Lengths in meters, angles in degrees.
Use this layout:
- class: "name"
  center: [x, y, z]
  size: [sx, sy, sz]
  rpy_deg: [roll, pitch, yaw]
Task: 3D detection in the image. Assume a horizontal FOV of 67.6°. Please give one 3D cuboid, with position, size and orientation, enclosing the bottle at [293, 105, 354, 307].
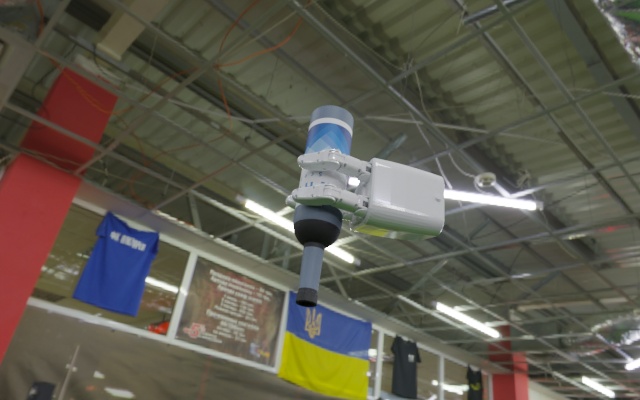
- class: "bottle"
  center: [0.000, 0.002, 0.668]
  size: [0.069, 0.295, 0.069]
  rpy_deg: [6, -29, 3]
